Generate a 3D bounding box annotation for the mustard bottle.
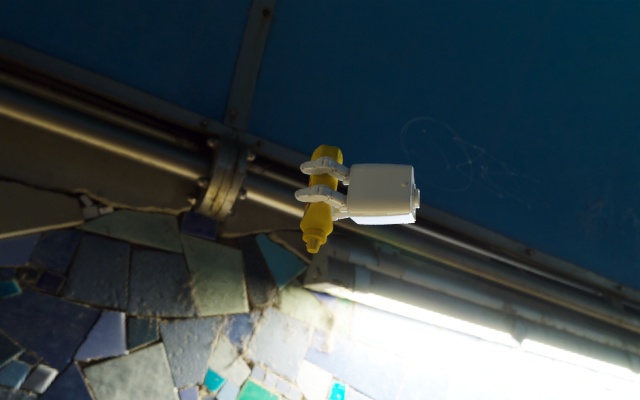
[{"bbox_3d":[0.000,0.003,0.856,0.058,0.191,0.096,11,-27,-5],"label":"mustard bottle"}]
